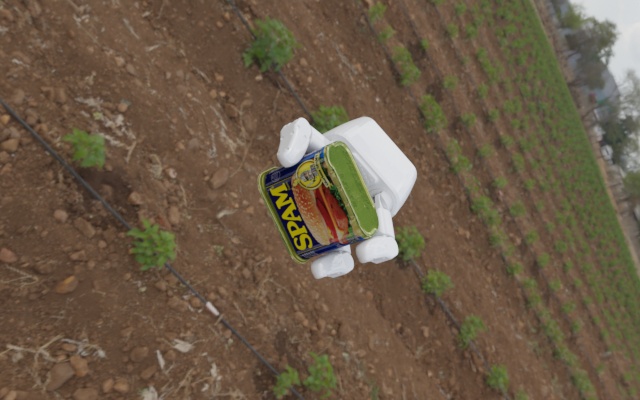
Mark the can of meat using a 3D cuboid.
[{"bbox_3d":[0.000,0.001,0.471,0.084,0.102,0.057,-22,6,29],"label":"can of meat"}]
